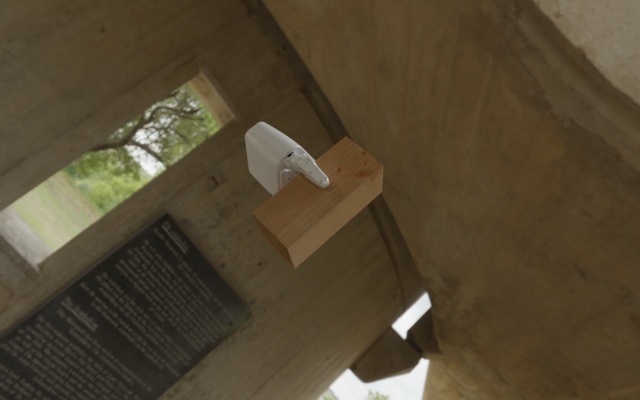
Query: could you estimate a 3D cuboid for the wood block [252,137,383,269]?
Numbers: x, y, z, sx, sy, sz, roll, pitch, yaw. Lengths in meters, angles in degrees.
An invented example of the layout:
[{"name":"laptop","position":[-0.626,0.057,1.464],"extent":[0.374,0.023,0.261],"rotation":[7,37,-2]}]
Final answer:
[{"name":"wood block","position":[0.000,0.002,0.794],"extent":[0.090,0.206,0.091],"rotation":[42,-16,24]}]
